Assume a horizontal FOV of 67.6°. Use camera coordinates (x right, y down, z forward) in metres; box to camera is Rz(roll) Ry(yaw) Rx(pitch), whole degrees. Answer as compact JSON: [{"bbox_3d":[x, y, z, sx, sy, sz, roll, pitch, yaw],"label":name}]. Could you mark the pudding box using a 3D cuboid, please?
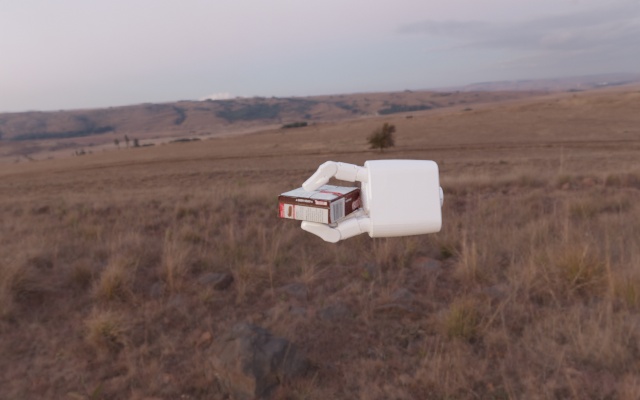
[{"bbox_3d":[0.000,0.002,0.736,0.090,0.039,0.113,6,12,26],"label":"pudding box"}]
